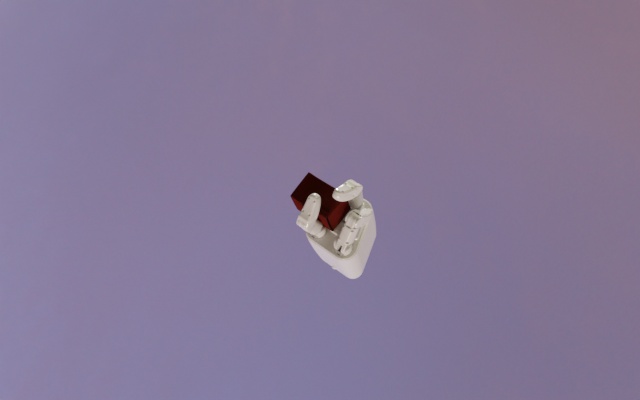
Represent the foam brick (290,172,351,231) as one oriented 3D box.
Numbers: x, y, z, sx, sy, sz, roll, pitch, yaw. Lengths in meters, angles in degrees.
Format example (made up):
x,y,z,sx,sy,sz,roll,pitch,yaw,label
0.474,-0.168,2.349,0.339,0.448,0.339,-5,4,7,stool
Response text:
x,y,z,sx,sy,sz,roll,pitch,yaw,label
0.000,0.002,0.771,0.078,0.053,0.051,33,-16,25,foam brick
